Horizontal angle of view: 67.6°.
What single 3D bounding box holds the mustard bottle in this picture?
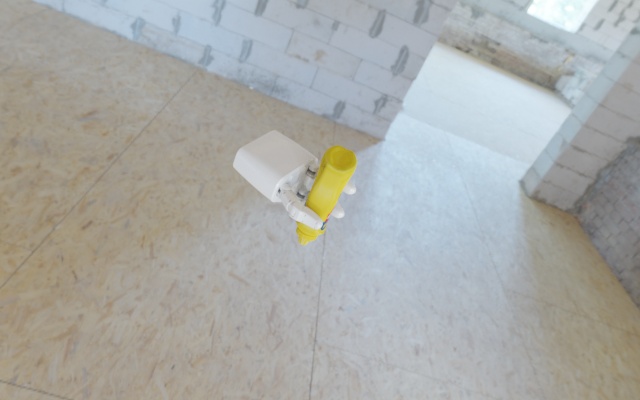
[{"bbox_3d":[0.001,0.003,0.834,0.058,0.192,0.096,25,31,-1],"label":"mustard bottle"}]
